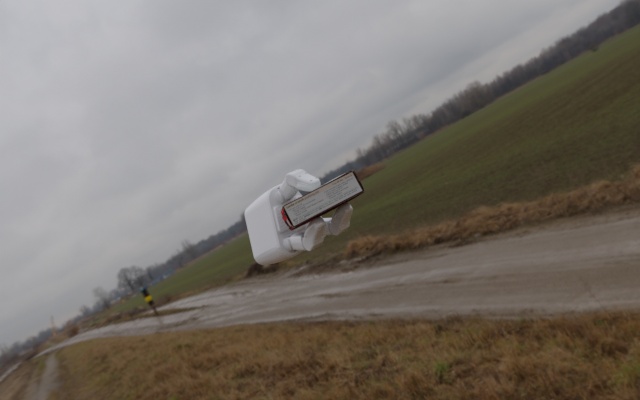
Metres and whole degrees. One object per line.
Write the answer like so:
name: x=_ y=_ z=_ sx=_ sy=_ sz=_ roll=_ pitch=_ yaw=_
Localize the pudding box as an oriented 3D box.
pudding box: x=0.000 y=0.002 z=0.677 sx=0.113 sy=0.039 sz=0.090 roll=-29 pitch=-1 yaw=-8
